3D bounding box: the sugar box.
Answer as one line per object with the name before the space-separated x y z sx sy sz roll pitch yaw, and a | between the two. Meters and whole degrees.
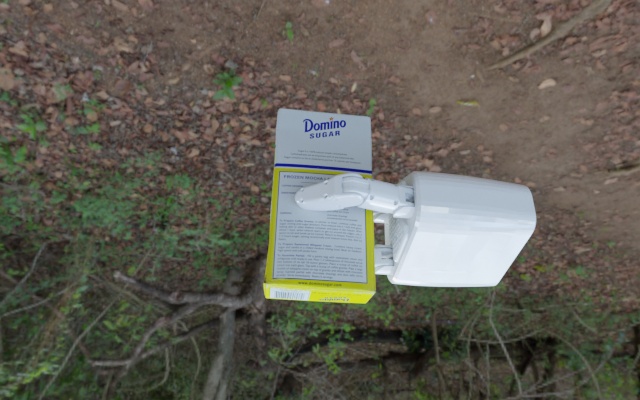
sugar box | 0.000 0.002 0.440 0.093 0.176 0.048 5 -28 -5
